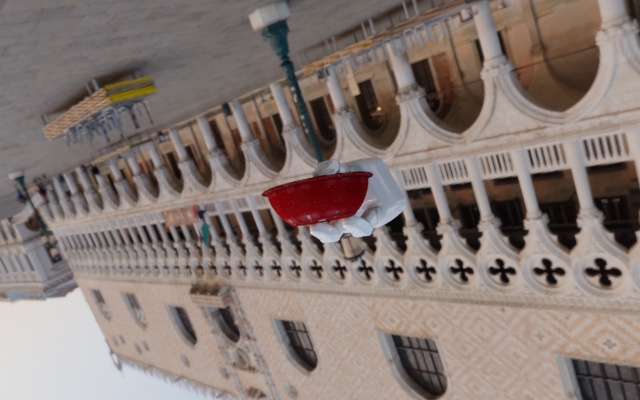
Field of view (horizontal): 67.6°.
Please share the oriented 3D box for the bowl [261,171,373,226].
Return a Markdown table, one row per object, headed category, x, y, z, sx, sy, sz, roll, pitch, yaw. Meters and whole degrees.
| category | x | y | z | sx | sy | sz | roll | pitch | yaw |
| --- | --- | --- | --- | --- | --- | --- | --- | --- | --- |
| bowl | -0.001 | 0.003 | 0.680 | 0.162 | 0.055 | 0.162 | -10 | -5 | -1 |
